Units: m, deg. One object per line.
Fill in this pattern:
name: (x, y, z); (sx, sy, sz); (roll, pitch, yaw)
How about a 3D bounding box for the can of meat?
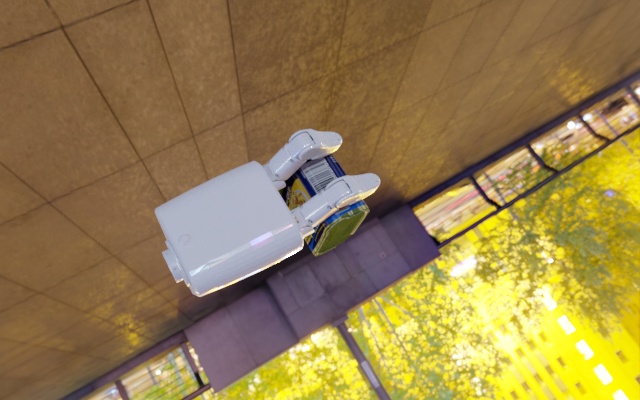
can of meat: (0.000, 0.002, 0.506); (0.057, 0.084, 0.102); (-25, -18, -22)
